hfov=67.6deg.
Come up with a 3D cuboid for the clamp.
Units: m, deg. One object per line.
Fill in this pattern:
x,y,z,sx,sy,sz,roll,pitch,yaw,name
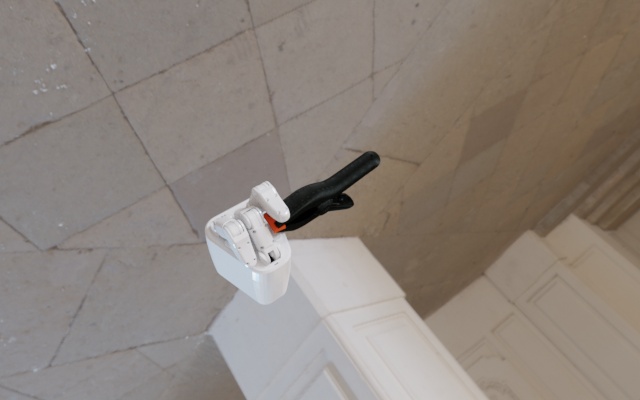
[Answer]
0.000,0.003,0.644,0.171,0.039,0.120,-27,-27,-23,clamp
